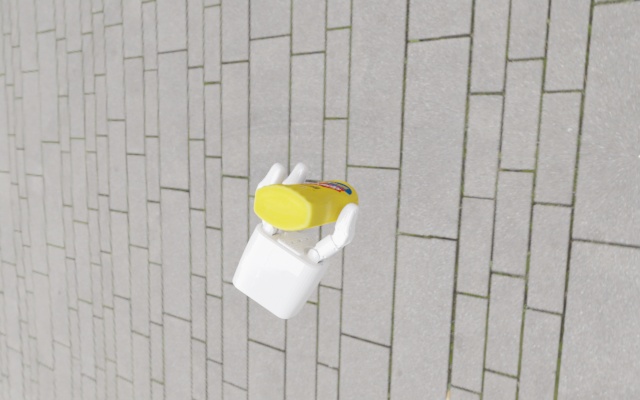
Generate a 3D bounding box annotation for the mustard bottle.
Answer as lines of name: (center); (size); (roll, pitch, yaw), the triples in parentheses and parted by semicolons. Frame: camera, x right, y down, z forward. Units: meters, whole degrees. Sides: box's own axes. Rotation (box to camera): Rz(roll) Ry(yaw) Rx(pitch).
mustard bottle: (0.000, 0.002, 0.689); (0.096, 0.058, 0.191); (12, 11, 32)
